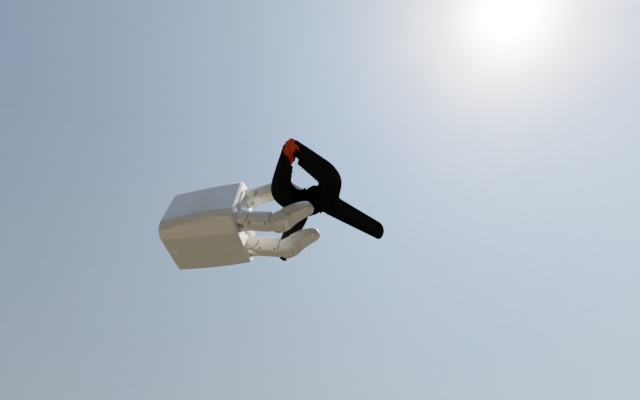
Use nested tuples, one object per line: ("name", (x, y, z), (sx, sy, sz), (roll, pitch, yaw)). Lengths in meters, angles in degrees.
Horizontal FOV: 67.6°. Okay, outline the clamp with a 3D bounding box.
("clamp", (0.000, 0.001, 0.659), (0.164, 0.210, 0.036), (-10, 43, 3))
